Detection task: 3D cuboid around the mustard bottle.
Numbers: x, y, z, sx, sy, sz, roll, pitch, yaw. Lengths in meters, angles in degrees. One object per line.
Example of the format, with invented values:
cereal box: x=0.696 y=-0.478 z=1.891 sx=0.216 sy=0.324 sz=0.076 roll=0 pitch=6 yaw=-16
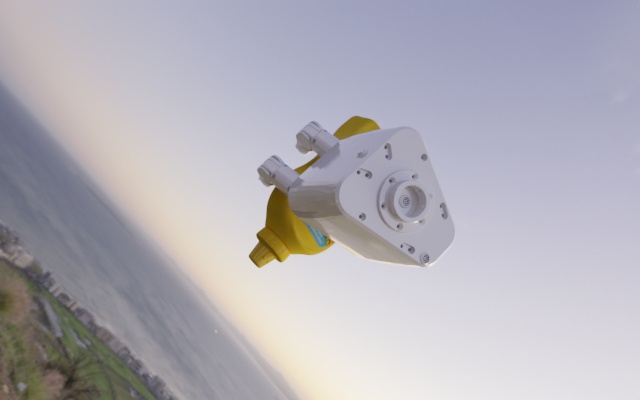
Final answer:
mustard bottle: x=0.000 y=0.001 z=0.514 sx=0.191 sy=0.096 sz=0.058 roll=-43 pitch=38 yaw=-16
